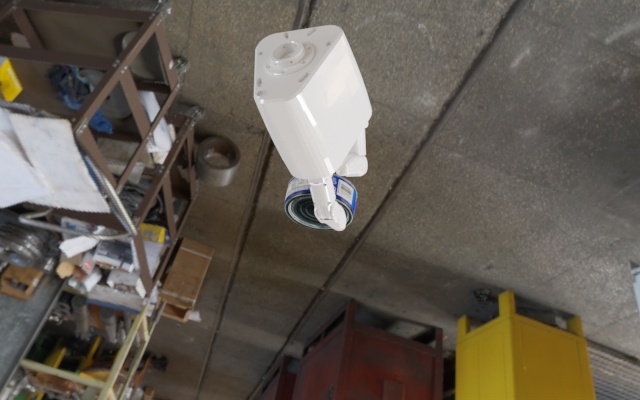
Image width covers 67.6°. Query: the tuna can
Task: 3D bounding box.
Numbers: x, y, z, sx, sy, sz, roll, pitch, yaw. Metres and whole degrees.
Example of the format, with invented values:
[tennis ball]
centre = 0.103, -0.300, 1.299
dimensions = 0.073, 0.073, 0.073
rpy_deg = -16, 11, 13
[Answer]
[tuna can]
centre = 0.000, 0.002, 0.576
dimensions = 0.086, 0.033, 0.086
rpy_deg = 7, -32, 5
